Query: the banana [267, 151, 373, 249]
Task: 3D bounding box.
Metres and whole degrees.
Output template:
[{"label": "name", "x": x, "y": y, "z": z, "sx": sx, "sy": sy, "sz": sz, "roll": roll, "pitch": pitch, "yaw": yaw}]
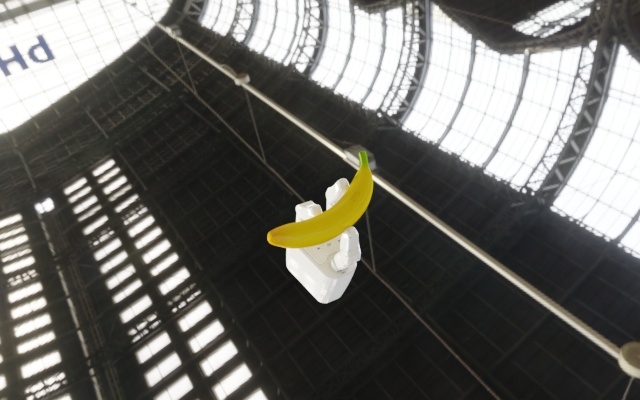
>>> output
[{"label": "banana", "x": 0.014, "y": 0.014, "z": 0.645, "sx": 0.197, "sy": 0.069, "sz": 0.037, "roll": -43, "pitch": 4, "yaw": -30}]
